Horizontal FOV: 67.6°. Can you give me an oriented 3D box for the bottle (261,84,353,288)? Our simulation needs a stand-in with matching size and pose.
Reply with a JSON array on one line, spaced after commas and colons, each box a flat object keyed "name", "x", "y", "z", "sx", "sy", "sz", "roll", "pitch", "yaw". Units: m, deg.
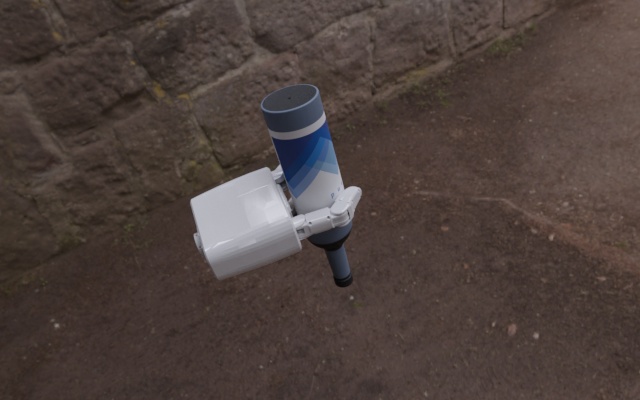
[{"name": "bottle", "x": 0.000, "y": 0.002, "z": 0.609, "sx": 0.069, "sy": 0.296, "sz": 0.069, "roll": -11, "pitch": 36, "yaw": 8}]
